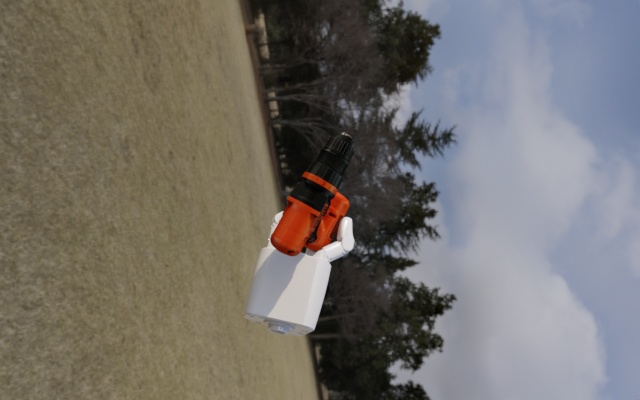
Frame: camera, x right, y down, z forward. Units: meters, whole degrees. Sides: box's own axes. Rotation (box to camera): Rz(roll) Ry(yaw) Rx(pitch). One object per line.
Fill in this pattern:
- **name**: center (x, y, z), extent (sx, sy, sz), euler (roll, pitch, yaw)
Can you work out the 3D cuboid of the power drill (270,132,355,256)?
- **power drill**: center (0.000, 0.003, 0.714), extent (0.057, 0.184, 0.188), euler (30, -6, 14)
